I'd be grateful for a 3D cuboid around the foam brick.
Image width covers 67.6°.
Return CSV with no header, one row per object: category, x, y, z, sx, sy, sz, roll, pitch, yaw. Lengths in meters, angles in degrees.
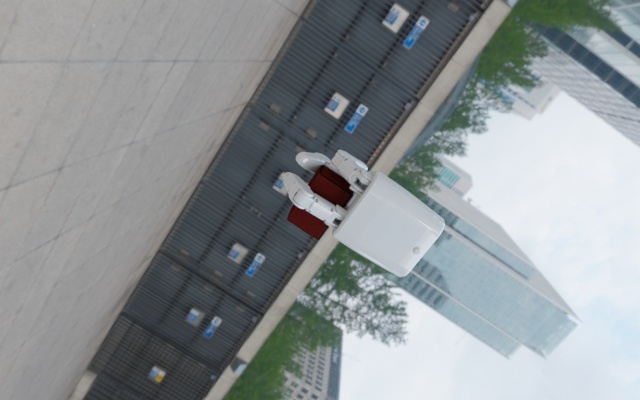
foam brick,0.000,0.002,0.620,0.051,0.078,0.053,34,17,-6
